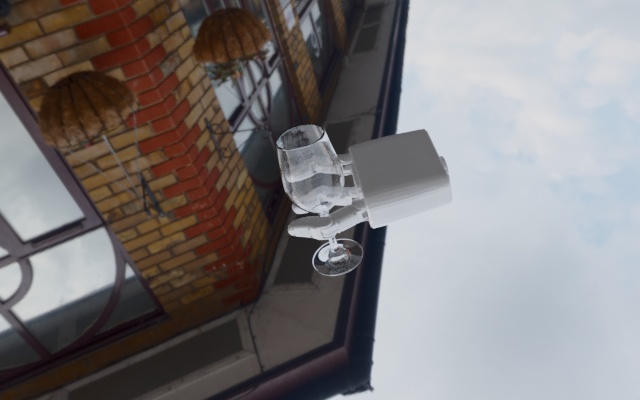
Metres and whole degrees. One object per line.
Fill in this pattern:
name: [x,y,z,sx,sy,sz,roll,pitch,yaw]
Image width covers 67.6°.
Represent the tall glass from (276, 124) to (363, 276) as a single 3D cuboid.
tall glass: [0.000,0.003,0.627,0.079,0.201,0.079,-12,35,8]
